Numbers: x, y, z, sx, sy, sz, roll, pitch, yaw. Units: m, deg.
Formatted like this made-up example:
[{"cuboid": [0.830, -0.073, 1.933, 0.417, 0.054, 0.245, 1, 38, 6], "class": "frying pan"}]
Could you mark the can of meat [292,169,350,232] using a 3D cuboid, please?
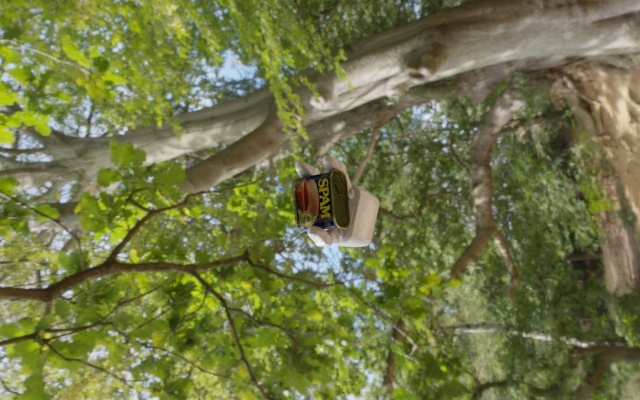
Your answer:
[{"cuboid": [0.000, 0.003, 0.839, 0.084, 0.102, 0.057, -9, -10, 28], "class": "can of meat"}]
